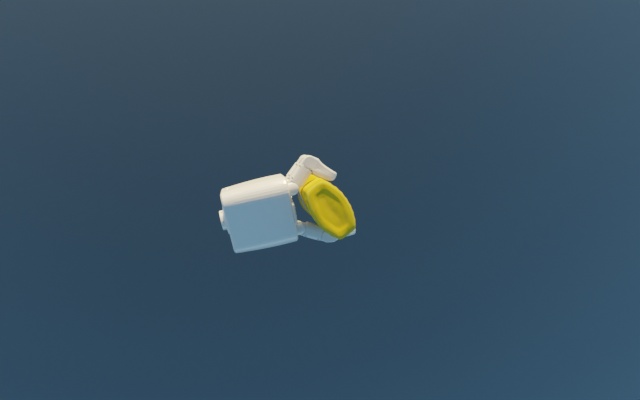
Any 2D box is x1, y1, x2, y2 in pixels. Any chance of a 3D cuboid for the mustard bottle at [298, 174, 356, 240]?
[{"bbox_3d":[0.000,0.002,0.797,0.058,0.096,0.191,-38,12,-3],"label":"mustard bottle"}]
